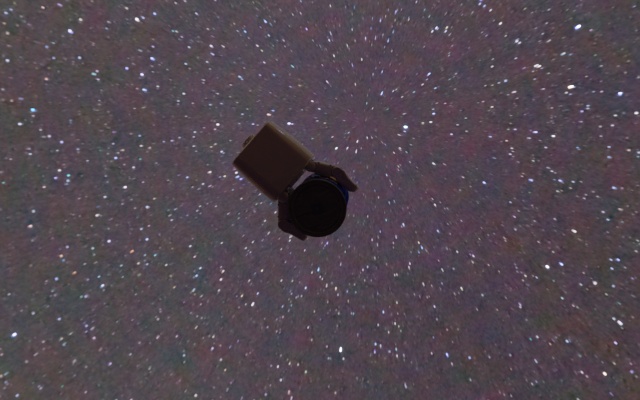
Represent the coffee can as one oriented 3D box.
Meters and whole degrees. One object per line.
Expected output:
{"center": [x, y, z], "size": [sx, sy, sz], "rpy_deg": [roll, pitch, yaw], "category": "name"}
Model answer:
{"center": [0.000, 0.003, 0.896], "size": [0.103, 0.103, 0.140], "rpy_deg": [0, 9, 5], "category": "coffee can"}
